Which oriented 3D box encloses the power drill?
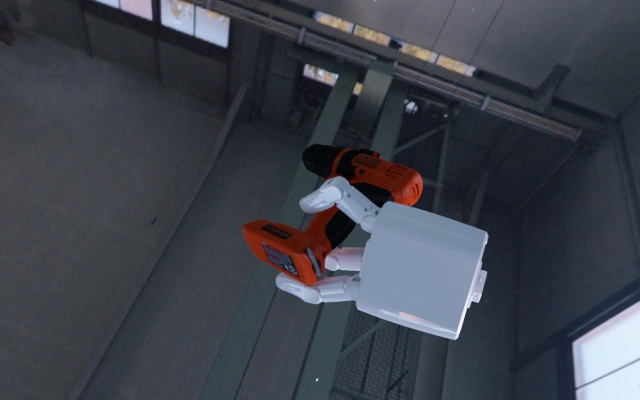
[{"bbox_3d":[0.000,0.002,0.571,0.184,0.057,0.187,20,53,42],"label":"power drill"}]
